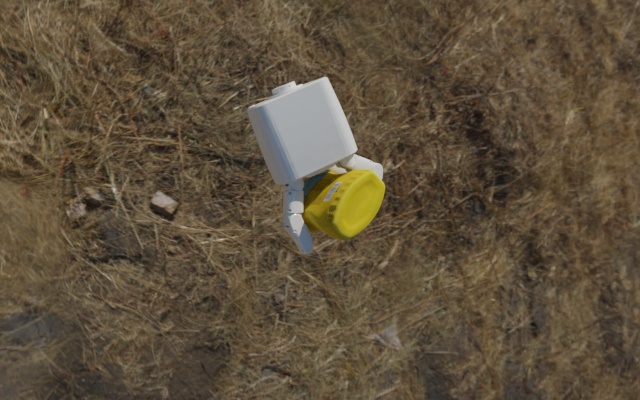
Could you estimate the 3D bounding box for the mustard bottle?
[{"bbox_3d":[0.000,0.002,0.670,0.058,0.096,0.191,44,-20,-25],"label":"mustard bottle"}]
